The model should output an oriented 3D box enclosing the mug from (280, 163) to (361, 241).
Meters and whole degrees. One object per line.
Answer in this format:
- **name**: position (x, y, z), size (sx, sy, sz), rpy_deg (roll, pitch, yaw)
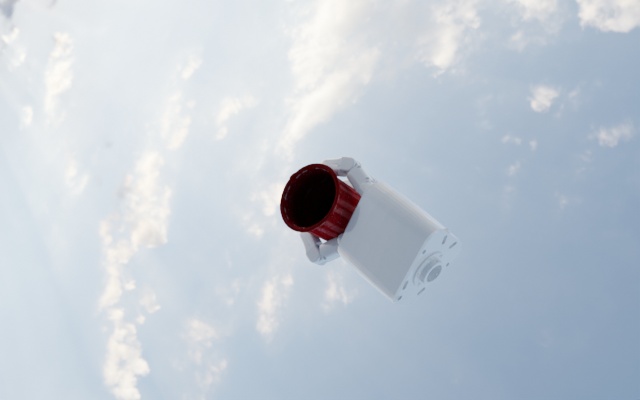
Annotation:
- **mug**: position (-0.001, 0.001, 0.644), size (0.117, 0.093, 0.081), rpy_deg (43, 8, 39)
